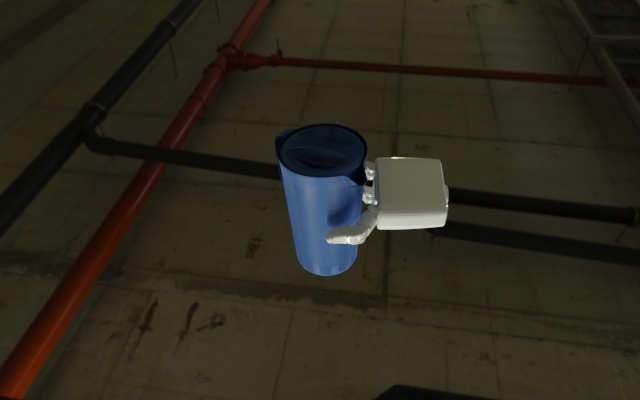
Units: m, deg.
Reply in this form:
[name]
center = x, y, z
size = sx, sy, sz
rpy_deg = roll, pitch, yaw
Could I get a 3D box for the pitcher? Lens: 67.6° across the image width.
[pitcher]
center = 0.000, 0.003, 0.779
size = 0.145, 0.243, 0.149
rpy_deg = -1, 43, 1
